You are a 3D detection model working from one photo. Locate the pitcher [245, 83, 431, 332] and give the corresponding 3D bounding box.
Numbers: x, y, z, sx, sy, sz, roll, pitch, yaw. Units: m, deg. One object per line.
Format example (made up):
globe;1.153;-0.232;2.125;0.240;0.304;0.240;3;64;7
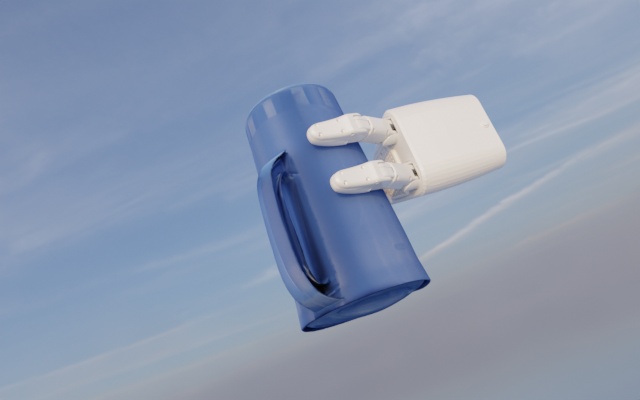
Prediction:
pitcher;0.000;0.002;0.490;0.145;0.242;0.149;-16;-21;-15
